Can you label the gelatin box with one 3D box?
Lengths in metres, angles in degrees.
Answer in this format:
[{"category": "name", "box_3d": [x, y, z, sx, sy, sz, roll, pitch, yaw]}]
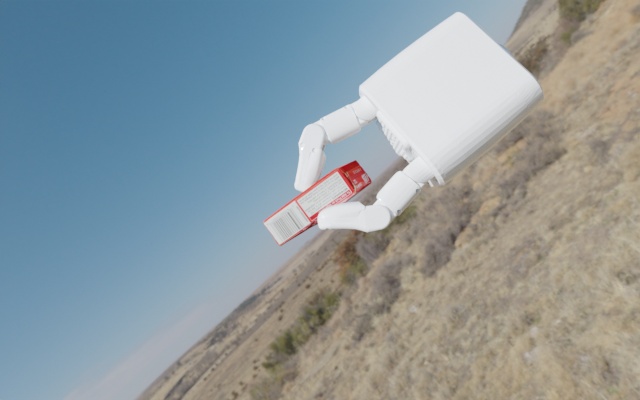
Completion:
[{"category": "gelatin box", "box_3d": [0.000, 0.001, 0.441, 0.089, 0.030, 0.073, -35, -2, 18]}]
